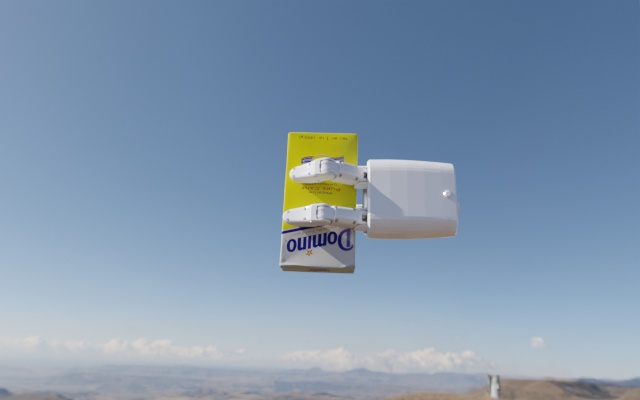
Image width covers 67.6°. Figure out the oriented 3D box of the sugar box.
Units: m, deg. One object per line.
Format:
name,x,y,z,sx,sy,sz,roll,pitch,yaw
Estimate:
sugar box,0.000,0.002,0.608,0.093,0.176,0.048,1,-19,3
